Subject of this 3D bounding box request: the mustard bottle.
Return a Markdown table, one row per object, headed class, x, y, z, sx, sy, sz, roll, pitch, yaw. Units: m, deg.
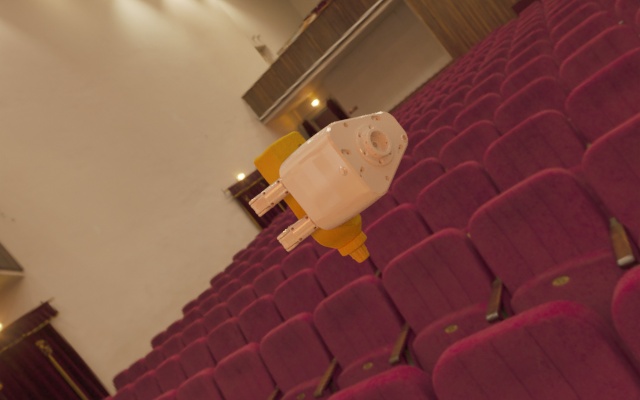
| class | x | y | z | sx | sy | sz | roll | pitch | yaw |
| --- | --- | --- | --- | --- | --- | --- | --- | --- | --- |
| mustard bottle | 0.000 | 0.002 | 0.629 | 0.058 | 0.191 | 0.096 | -37 | 3 | 28 |
